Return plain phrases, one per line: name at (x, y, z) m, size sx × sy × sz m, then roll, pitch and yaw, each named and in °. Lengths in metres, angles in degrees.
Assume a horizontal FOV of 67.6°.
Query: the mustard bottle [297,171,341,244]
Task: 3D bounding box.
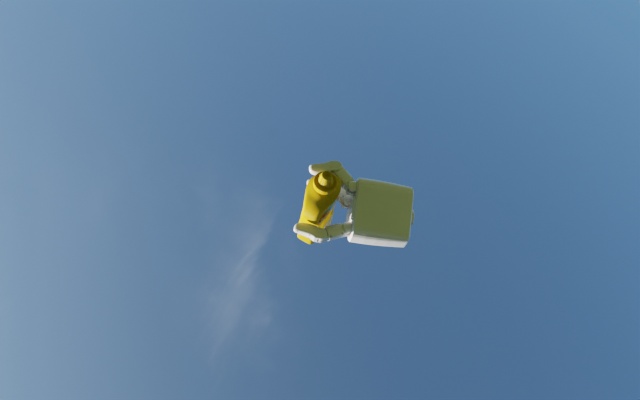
mustard bottle at (0.000, 0.003, 0.871) m, size 0.058 × 0.096 × 0.192 m, roll 30°, pitch -28°, yaw 8°
